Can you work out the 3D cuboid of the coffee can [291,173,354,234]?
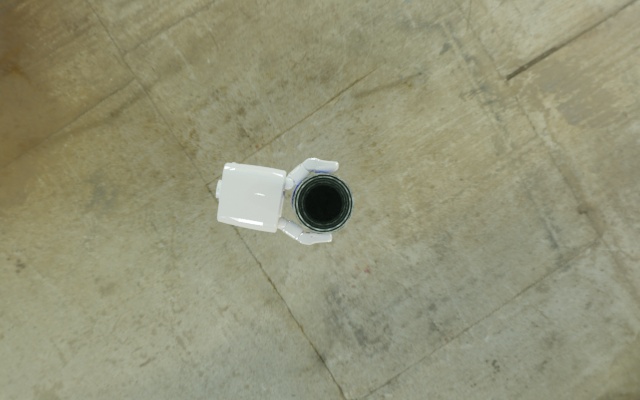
[{"bbox_3d":[0.000,0.003,0.858,0.103,0.103,0.140,0,2,-5],"label":"coffee can"}]
